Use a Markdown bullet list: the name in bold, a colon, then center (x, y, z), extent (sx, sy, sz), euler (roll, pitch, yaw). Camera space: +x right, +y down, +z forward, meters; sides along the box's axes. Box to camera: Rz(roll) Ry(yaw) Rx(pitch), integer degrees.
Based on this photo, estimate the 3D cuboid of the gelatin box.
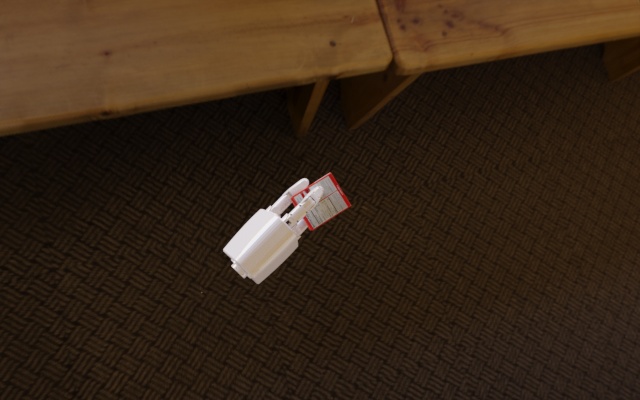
- **gelatin box**: center (0.000, 0.003, 0.883), extent (0.089, 0.073, 0.030), euler (-32, 0, -10)
